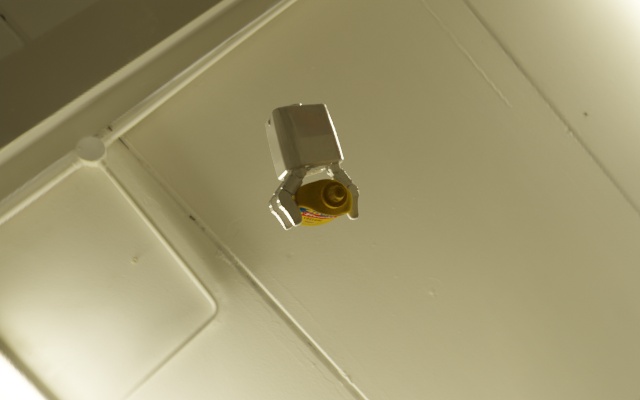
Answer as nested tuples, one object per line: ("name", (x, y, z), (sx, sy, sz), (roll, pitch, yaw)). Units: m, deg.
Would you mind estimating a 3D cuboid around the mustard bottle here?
("mustard bottle", (0.000, 0.003, 0.795), (0.096, 0.058, 0.192), (11, -13, -16))
